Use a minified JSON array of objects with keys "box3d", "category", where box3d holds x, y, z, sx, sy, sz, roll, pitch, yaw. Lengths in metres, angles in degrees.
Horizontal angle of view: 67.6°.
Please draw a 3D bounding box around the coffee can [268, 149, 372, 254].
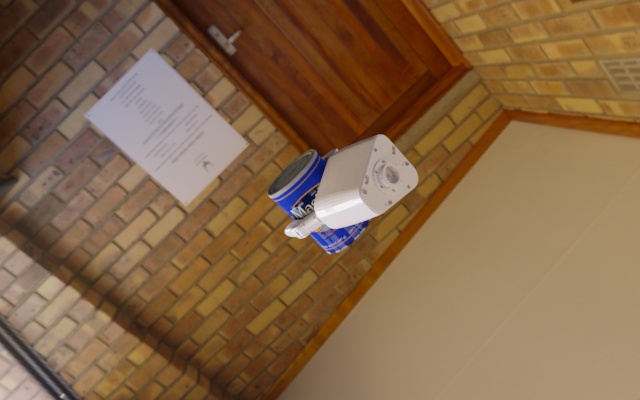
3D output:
[{"box3d":[0.000,0.002,0.770,0.140,0.103,0.103,45,-16,-16],"category":"coffee can"}]
